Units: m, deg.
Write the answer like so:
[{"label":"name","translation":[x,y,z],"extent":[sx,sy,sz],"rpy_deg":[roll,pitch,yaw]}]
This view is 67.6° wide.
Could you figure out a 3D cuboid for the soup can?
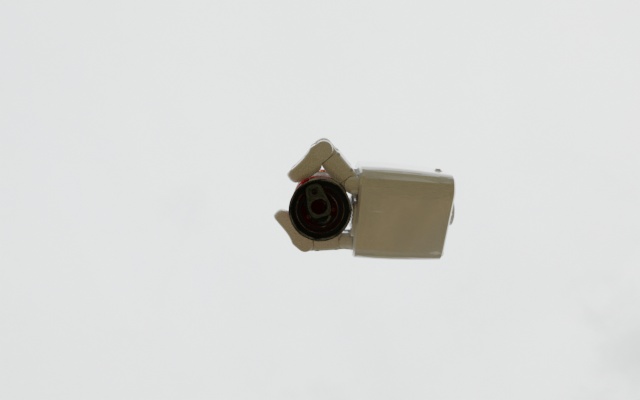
[{"label":"soup can","translation":[0.000,0.002,0.558],"extent":[0.068,0.068,0.102],"rpy_deg":[0,10,1]}]
